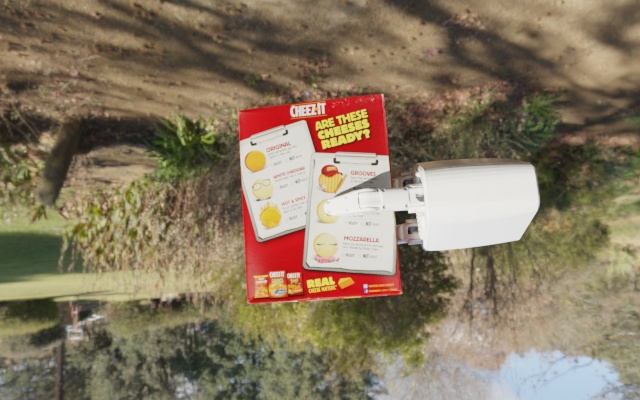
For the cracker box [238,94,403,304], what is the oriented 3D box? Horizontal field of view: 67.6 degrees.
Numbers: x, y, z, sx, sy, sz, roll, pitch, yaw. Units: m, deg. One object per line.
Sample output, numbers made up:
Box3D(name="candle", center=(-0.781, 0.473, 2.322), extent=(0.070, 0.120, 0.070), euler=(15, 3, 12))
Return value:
Box3D(name="cracker box", center=(0.000, 0.002, 0.534), extent=(0.164, 0.213, 0.072), euler=(-5, -9, 6))
